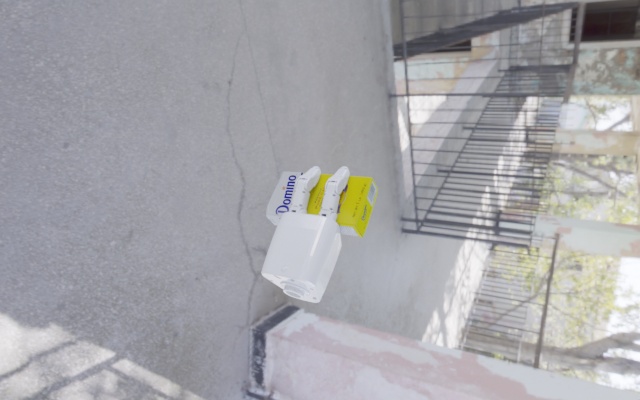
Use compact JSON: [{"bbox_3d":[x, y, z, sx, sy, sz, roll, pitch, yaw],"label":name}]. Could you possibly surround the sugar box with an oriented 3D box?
[{"bbox_3d":[0.000,0.002,0.798,0.176,0.093,0.048,6,-29,28],"label":"sugar box"}]
